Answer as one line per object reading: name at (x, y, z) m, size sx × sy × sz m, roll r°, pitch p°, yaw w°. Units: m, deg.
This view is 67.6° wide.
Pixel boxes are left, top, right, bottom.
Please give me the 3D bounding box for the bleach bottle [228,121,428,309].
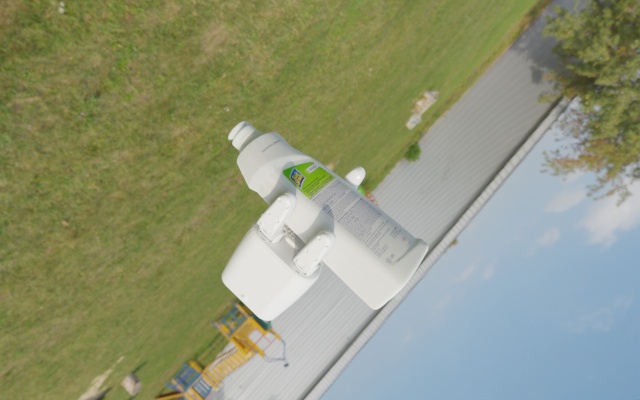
bleach bottle at (0.000, 0.002, 0.539) m, size 0.068 × 0.251 × 0.102 m, roll -51°, pitch -7°, yaw 38°
